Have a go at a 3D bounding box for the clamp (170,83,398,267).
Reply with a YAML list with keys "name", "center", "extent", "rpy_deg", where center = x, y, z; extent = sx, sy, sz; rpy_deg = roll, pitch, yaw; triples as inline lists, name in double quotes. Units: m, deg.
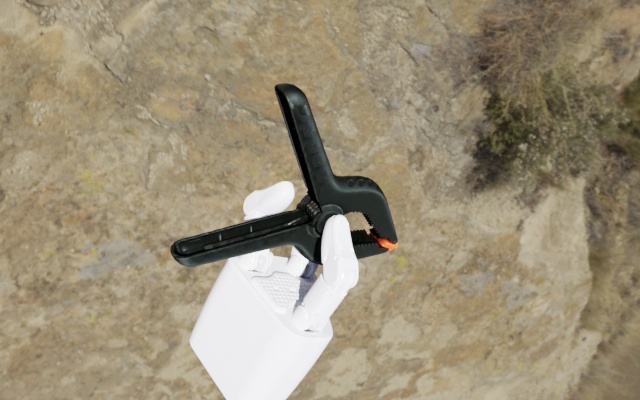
- name: "clamp"
  center: [0.001, 0.002, 0.409]
  extent: [0.210, 0.165, 0.036]
  rpy_deg: [15, 26, -38]
